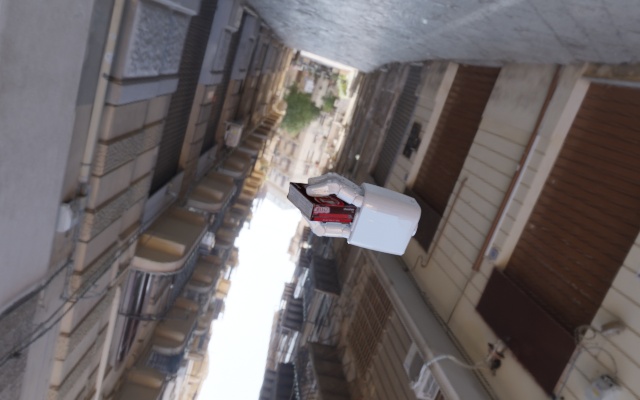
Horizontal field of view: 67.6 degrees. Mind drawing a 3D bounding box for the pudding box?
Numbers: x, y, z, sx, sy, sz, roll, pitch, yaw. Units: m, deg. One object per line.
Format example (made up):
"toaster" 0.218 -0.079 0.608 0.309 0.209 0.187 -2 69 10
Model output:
"pudding box" 0.000 0.003 0.879 0.090 0.039 0.113 5 18 -30
